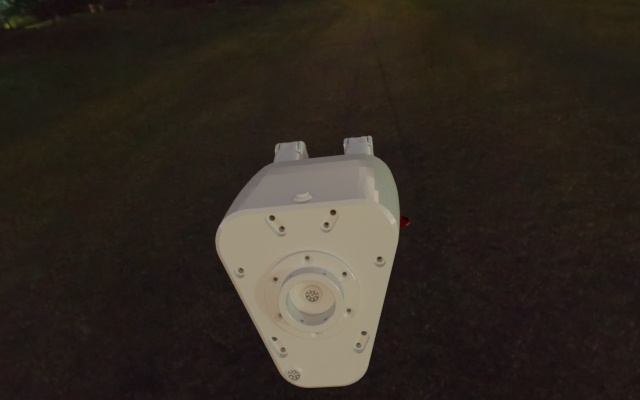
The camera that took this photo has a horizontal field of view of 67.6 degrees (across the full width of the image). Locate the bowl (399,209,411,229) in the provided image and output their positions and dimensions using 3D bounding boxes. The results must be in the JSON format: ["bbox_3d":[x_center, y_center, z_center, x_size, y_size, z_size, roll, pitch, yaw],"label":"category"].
[{"bbox_3d":[0.000,0.001,0.446,0.162,0.055,0.162,-6,3,0],"label":"bowl"}]
